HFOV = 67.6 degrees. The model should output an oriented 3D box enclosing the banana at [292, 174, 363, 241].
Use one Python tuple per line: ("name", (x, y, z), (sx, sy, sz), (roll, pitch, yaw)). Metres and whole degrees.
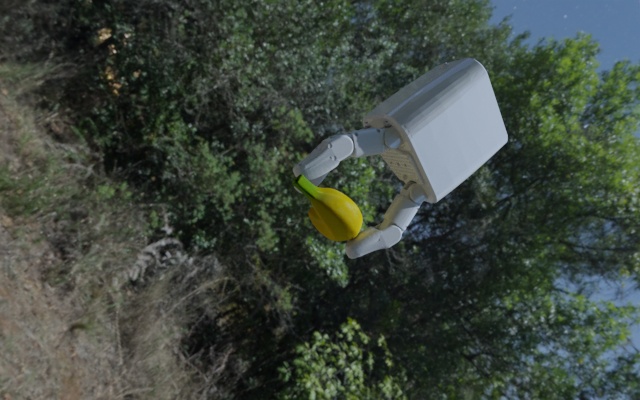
("banana", (0.013, 0.015, 0.502), (0.037, 0.069, 0.198), (-42, -9, -6))
